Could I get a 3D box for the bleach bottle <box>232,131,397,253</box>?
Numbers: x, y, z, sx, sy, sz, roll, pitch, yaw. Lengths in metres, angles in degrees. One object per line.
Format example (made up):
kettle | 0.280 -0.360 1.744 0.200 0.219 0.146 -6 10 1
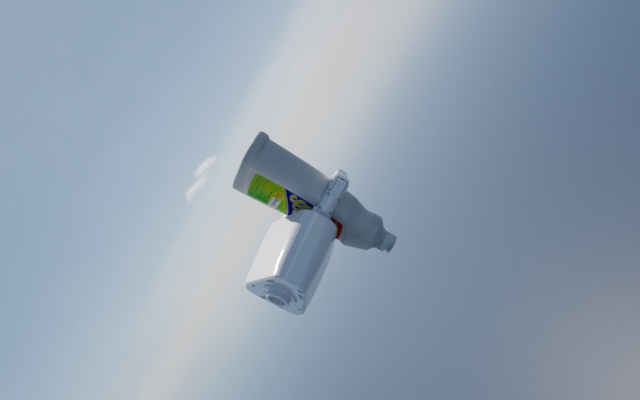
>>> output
bleach bottle | 0.000 0.002 0.694 0.251 0.068 0.103 29 -33 -6
